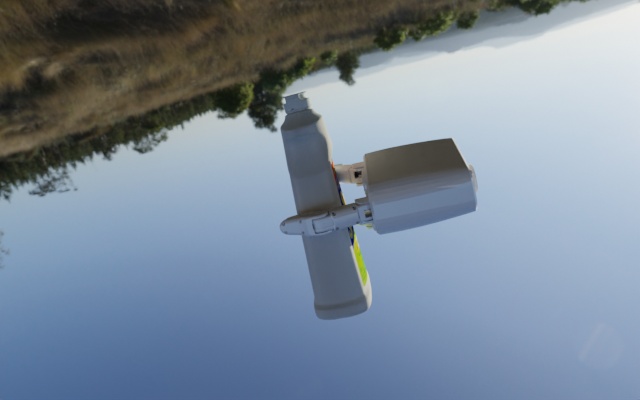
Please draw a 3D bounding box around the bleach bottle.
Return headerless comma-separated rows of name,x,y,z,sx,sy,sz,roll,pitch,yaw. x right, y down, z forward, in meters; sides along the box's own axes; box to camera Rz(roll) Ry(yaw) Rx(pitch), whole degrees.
bleach bottle,0.000,0.002,0.552,0.068,0.251,0.102,-12,12,8
